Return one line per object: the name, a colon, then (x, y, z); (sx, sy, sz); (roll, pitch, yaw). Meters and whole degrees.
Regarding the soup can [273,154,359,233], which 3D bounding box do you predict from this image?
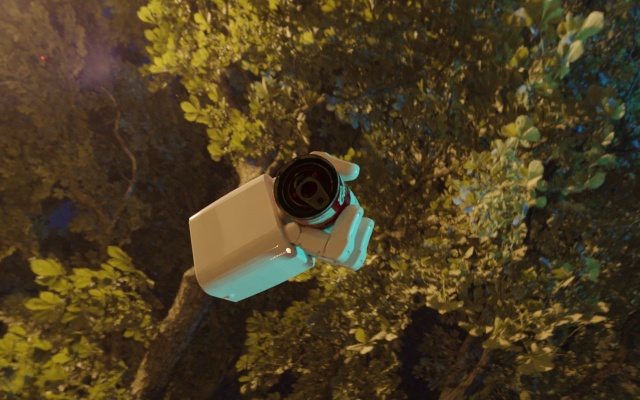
soup can: (0.001, 0.001, 0.510); (0.068, 0.068, 0.102); (0, -18, 18)
